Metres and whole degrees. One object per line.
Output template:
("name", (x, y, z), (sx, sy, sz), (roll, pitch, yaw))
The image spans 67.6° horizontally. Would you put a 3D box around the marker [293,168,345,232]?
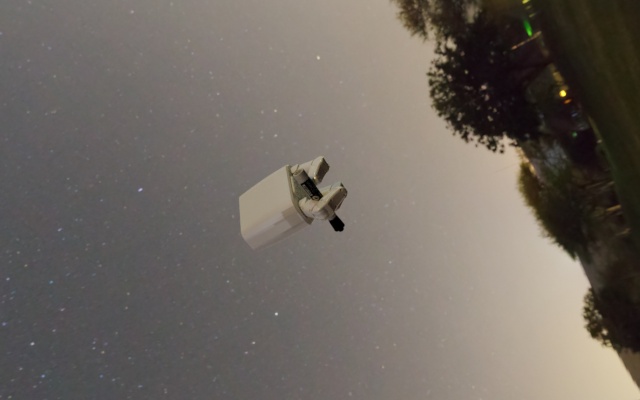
("marker", (0.000, 0.002, 0.727), (0.020, 0.121, 0.020), (-30, 25, 15))
